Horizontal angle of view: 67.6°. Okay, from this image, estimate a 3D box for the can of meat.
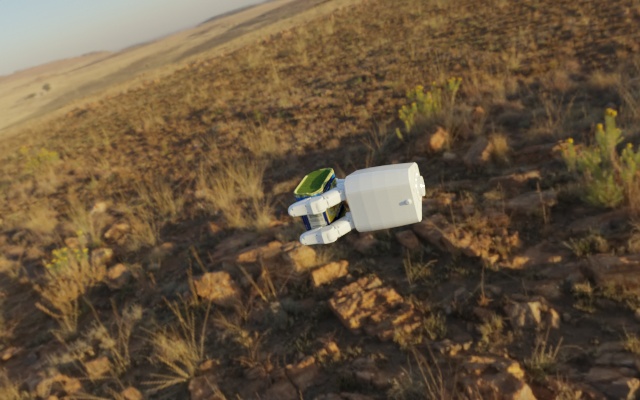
[{"bbox_3d":[0.000,0.002,0.820,0.057,0.084,0.102,-7,26,23],"label":"can of meat"}]
